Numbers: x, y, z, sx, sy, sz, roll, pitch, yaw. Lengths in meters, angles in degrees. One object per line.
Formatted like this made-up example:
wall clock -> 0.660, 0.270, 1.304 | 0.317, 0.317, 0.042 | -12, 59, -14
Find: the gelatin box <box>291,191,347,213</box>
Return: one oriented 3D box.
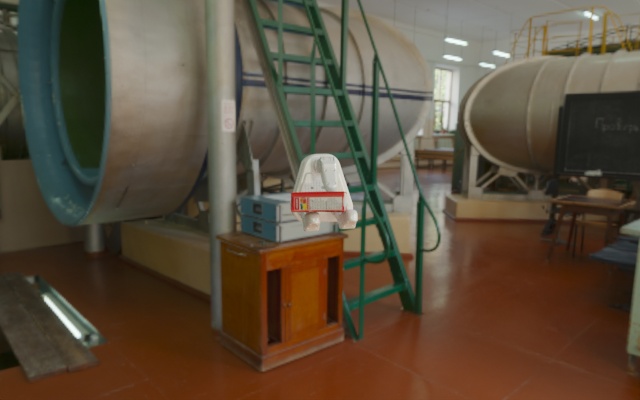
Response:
gelatin box -> 0.000, 0.002, 0.679 | 0.073, 0.030, 0.089 | 0, 0, 5
